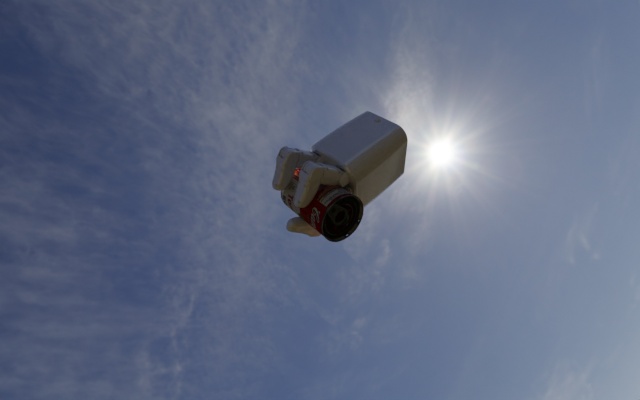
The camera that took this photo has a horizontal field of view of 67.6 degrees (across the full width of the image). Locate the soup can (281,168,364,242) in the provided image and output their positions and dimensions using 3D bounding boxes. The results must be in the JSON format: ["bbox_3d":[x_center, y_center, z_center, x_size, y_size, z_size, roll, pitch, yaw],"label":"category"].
[{"bbox_3d":[0.000,0.002,0.649,0.068,0.068,0.102,0,26,-41],"label":"soup can"}]
